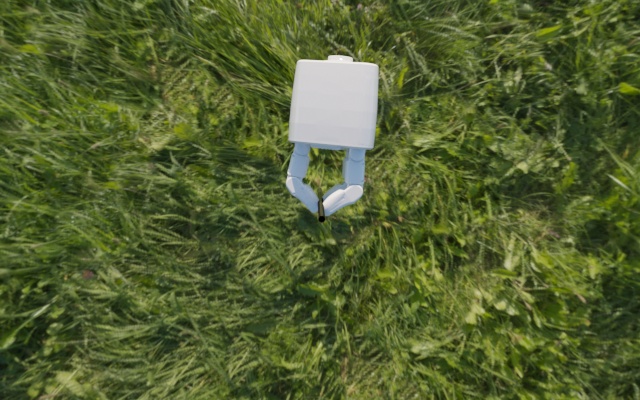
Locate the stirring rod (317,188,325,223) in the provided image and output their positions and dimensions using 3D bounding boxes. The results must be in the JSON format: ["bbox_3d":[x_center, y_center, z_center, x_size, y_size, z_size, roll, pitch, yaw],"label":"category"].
[{"bbox_3d":[0.000,0.002,0.651,0.011,0.011,0.239,0,9,-1],"label":"stirring rod"}]
